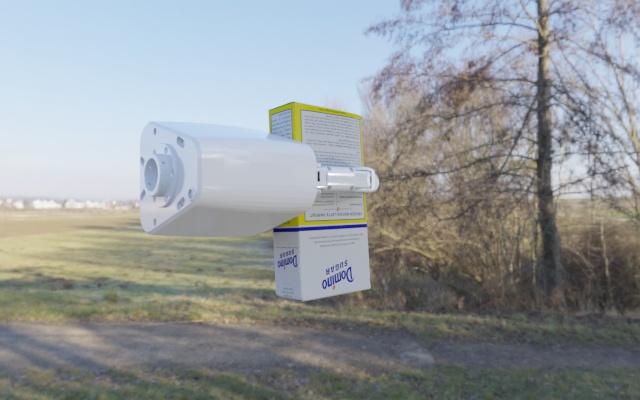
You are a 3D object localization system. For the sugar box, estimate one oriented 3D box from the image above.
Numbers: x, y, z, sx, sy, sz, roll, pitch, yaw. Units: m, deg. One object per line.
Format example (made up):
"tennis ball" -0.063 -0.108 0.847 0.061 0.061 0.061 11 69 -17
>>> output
"sugar box" 0.000 0.001 0.458 0.093 0.176 0.048 1 -2 -42
